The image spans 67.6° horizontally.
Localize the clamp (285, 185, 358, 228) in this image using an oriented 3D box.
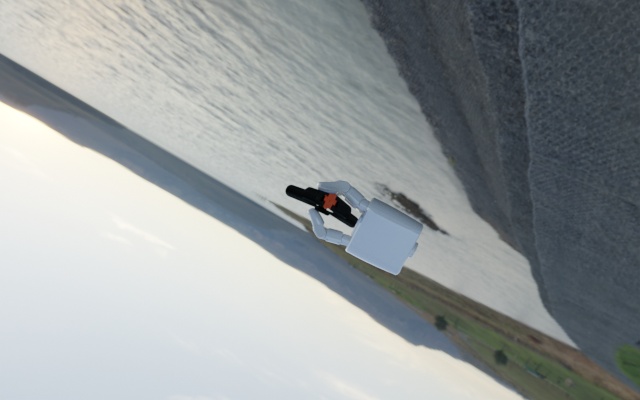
[{"bbox_3d":[0.000,0.004,0.899,0.164,0.036,0.210,25,-5,5],"label":"clamp"}]
